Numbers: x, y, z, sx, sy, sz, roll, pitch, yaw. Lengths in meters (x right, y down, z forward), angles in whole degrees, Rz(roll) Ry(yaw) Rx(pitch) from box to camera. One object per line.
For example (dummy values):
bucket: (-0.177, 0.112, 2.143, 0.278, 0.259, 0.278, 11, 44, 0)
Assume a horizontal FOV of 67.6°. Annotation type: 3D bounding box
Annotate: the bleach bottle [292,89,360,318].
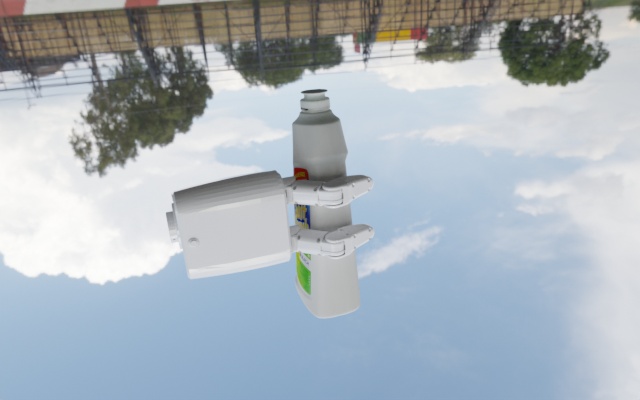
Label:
bleach bottle: (0.000, 0.002, 0.540, 0.068, 0.251, 0.102, -11, 22, -15)
